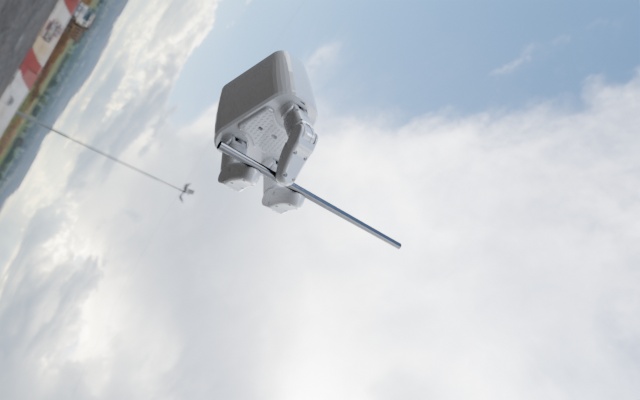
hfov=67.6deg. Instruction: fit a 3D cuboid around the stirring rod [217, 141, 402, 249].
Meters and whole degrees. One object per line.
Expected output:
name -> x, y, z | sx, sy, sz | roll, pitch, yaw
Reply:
stirring rod -> 0.000, 0.001, 0.485 | 0.239, 0.011, 0.011 | 29, -16, -31
